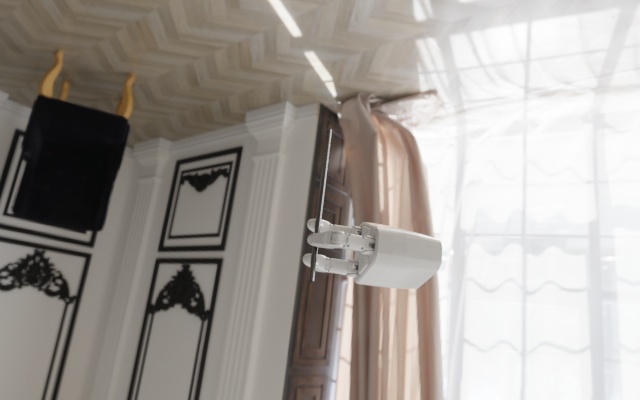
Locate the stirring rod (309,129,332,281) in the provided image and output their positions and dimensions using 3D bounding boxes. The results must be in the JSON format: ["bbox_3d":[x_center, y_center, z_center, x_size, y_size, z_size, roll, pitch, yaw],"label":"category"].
[{"bbox_3d":[0.000,0.002,0.728,0.011,0.239,0.011,6,-15,2],"label":"stirring rod"}]
